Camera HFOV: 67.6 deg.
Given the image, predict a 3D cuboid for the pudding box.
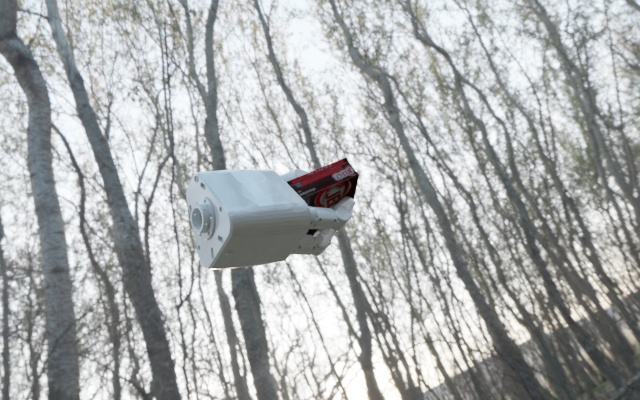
[{"bbox_3d":[0.000,0.002,0.643,0.090,0.039,0.114,-23,-27,-18],"label":"pudding box"}]
